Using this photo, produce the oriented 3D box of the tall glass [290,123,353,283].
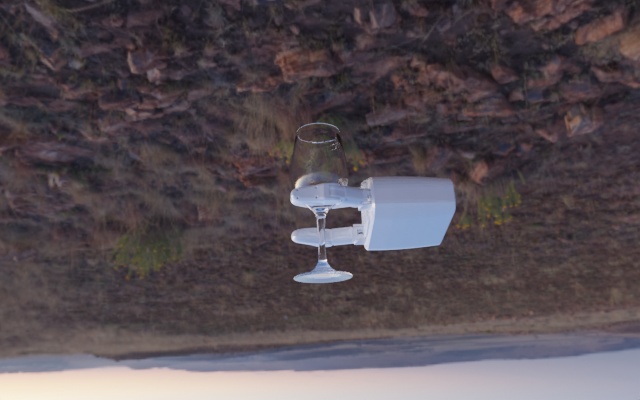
[{"bbox_3d":[0.000,0.003,0.625,0.079,0.201,0.079,-2,-18,-1],"label":"tall glass"}]
